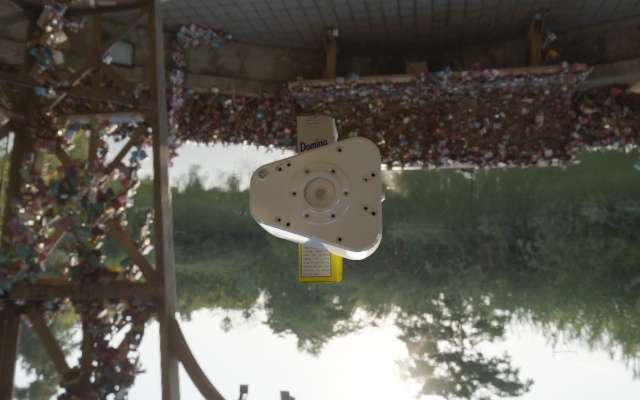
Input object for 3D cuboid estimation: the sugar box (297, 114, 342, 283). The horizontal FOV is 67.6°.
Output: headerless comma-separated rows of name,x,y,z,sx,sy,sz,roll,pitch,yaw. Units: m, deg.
sugar box,0.001,0.002,0.532,0.048,0.176,0.093,0,-7,5
